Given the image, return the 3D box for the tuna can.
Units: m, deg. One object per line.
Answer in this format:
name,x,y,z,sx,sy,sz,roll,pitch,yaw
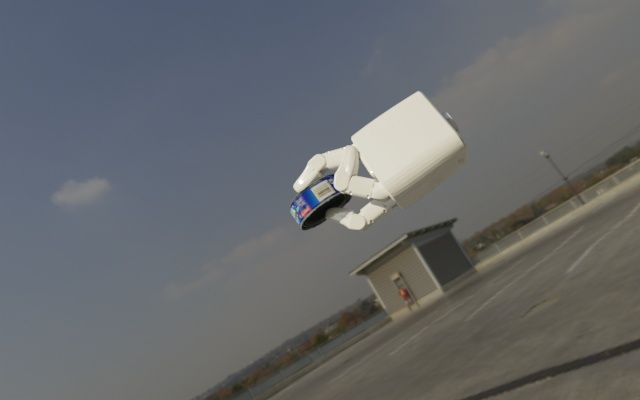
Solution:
tuna can,0.000,0.002,0.658,0.086,0.033,0.086,-33,-16,-11
